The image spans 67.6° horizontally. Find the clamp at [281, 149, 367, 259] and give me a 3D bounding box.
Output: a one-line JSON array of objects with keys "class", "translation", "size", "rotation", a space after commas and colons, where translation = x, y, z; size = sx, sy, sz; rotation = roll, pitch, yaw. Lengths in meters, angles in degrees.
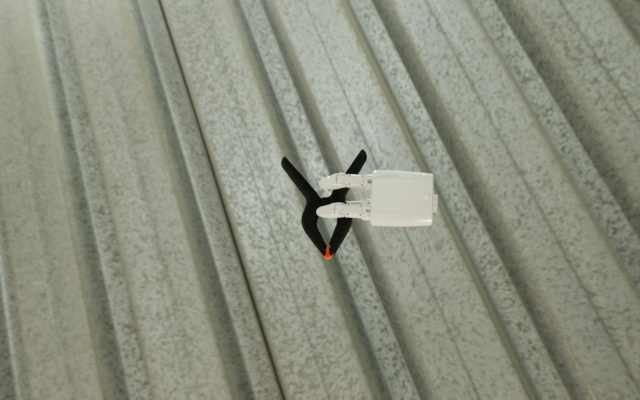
[{"class": "clamp", "translation": [0.000, 0.004, 0.893], "size": [0.164, 0.210, 0.036], "rotation": [2, -14, 10]}]
